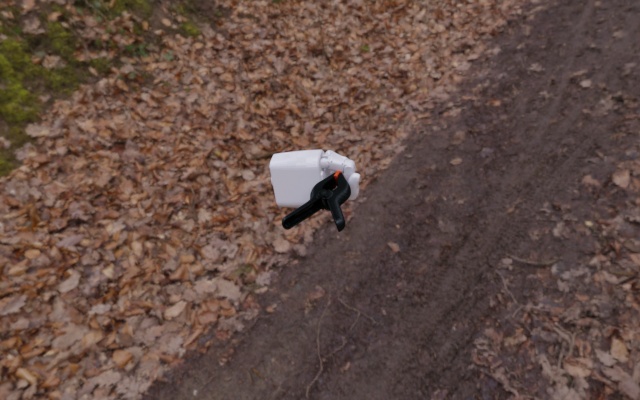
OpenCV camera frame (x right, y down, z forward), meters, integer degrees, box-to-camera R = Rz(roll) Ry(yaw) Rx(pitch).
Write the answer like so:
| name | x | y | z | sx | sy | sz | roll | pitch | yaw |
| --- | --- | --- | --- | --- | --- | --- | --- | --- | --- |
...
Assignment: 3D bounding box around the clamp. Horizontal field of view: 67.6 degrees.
| name | x | y | z | sx | sy | sz | roll | pitch | yaw |
| --- | --- | --- | --- | --- | --- | --- | --- | --- | --- |
| clamp | 0.000 | 0.002 | 0.893 | 0.120 | 0.039 | 0.171 | 1 | 33 | 15 |
